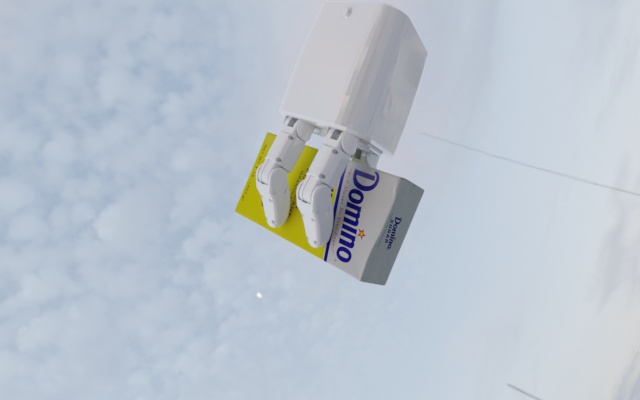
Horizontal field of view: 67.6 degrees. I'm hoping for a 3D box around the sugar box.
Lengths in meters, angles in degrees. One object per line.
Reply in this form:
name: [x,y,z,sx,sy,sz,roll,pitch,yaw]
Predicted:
sugar box: [0.000,0.001,0.450,0.176,0.093,0.048,23,1,43]
